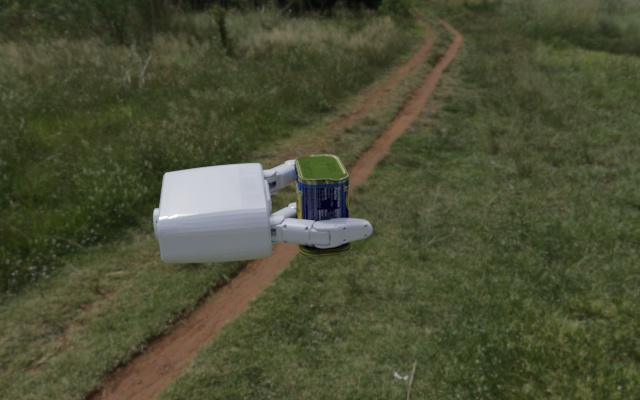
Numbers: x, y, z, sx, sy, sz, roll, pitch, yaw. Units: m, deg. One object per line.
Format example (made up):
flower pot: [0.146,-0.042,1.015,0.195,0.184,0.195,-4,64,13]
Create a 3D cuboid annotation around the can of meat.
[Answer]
can of meat: [0.000,0.001,0.522,0.057,0.084,0.102,-4,21,-6]
